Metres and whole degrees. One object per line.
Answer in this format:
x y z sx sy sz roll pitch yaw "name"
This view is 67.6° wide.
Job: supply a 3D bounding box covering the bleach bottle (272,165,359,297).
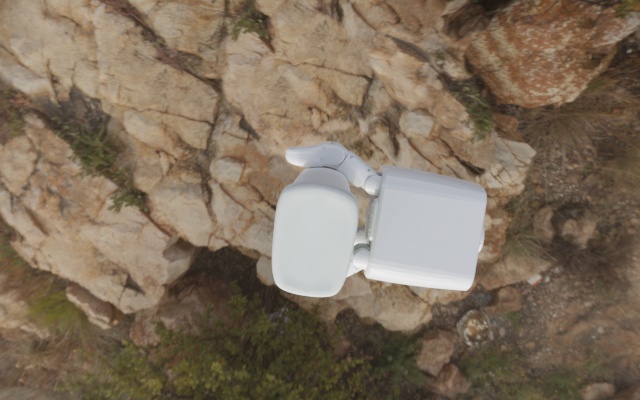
0.000 0.002 0.505 0.068 0.102 0.250 9 17 1 "bleach bottle"
